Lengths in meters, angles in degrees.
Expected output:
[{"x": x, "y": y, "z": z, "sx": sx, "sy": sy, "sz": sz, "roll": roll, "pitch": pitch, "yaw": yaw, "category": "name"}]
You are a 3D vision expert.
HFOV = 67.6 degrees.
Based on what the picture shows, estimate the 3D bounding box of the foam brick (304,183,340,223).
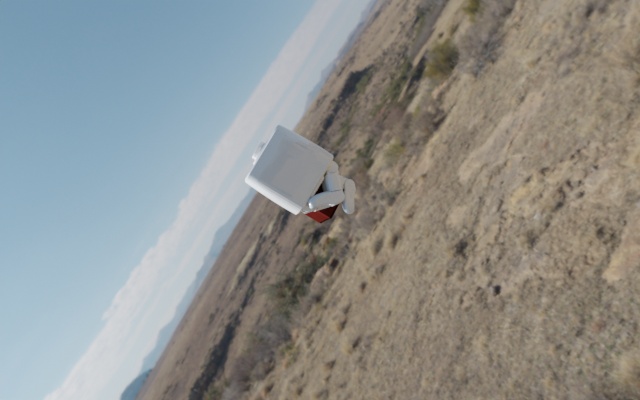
[{"x": 0.000, "y": 0.003, "z": 0.860, "sx": 0.051, "sy": 0.053, "sz": 0.078, "roll": 30, "pitch": -16, "yaw": -8, "category": "foam brick"}]
